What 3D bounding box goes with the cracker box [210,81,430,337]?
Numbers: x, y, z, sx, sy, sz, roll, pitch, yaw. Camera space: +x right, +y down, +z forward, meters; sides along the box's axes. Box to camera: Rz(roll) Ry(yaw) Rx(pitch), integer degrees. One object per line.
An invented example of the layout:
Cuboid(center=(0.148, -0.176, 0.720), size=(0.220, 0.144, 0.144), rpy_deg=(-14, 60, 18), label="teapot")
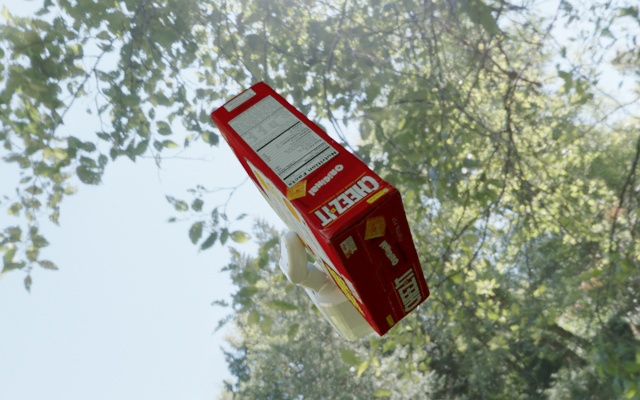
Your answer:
Cuboid(center=(0.000, 0.001, 0.451), size=(0.213, 0.072, 0.164), rpy_deg=(45, -12, 41), label="cracker box")
